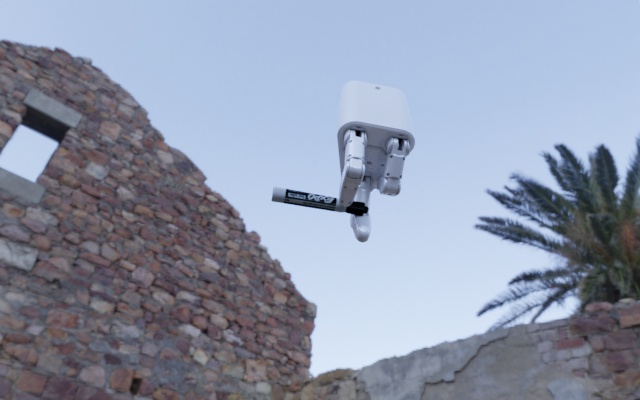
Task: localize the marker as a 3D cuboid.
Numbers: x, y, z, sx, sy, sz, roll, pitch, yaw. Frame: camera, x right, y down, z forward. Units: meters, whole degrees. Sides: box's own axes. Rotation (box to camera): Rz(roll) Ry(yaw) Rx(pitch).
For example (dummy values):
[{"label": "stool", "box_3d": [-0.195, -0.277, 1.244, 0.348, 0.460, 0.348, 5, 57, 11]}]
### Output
[{"label": "marker", "box_3d": [0.000, 0.002, 0.593, 0.121, 0.020, 0.020, 10, -1, -7]}]
